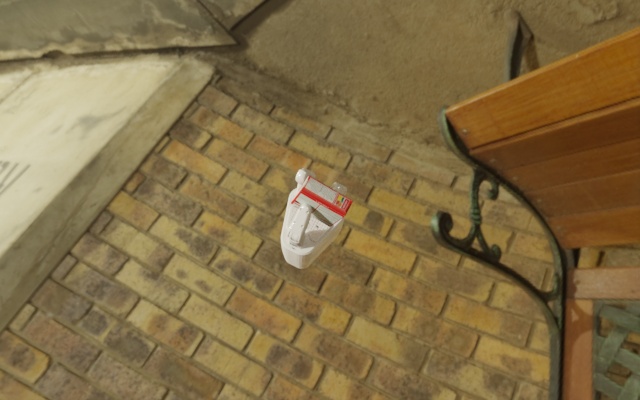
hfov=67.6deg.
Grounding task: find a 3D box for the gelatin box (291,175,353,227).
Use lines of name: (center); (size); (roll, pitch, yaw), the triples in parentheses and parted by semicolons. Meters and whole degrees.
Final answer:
gelatin box: (0.000, 0.003, 0.705); (0.073, 0.030, 0.089); (30, -17, -5)
